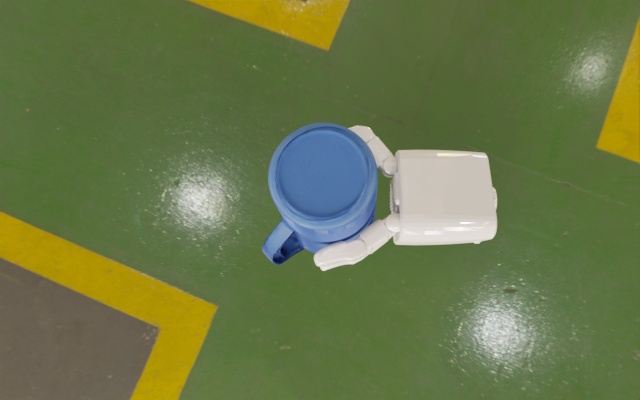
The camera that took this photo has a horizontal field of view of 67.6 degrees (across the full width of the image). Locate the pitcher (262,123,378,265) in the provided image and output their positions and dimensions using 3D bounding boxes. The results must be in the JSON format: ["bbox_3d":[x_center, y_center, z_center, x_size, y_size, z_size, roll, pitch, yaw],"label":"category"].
[{"bbox_3d":[0.000,0.002,0.573,0.145,0.149,0.243,1,-9,3],"label":"pitcher"}]
